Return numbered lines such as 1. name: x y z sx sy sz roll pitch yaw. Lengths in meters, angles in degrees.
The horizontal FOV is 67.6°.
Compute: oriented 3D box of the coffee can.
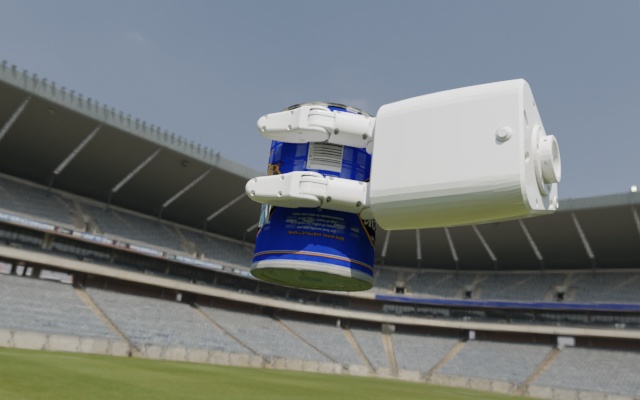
1. coffee can: 0.000 0.002 0.417 0.103 0.140 0.103 6 -18 2
